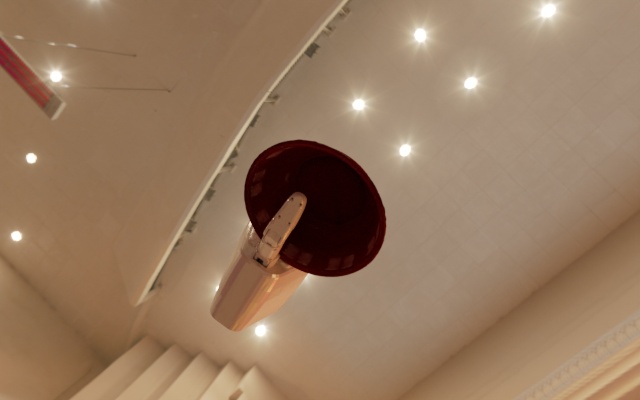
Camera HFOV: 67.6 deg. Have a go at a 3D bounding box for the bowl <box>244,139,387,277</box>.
[{"bbox_3d":[0.001,0.001,0.517,0.162,0.162,0.055,0,27,26],"label":"bowl"}]
